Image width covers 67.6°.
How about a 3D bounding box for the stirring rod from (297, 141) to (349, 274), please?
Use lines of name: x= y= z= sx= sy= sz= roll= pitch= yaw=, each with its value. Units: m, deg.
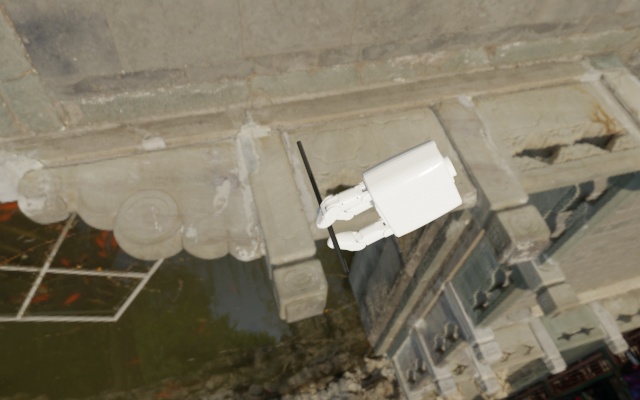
stirring rod: x=0.000 y=0.002 z=0.713 sx=0.011 sy=0.239 sz=0.011 roll=-15 pitch=-32 yaw=-9
